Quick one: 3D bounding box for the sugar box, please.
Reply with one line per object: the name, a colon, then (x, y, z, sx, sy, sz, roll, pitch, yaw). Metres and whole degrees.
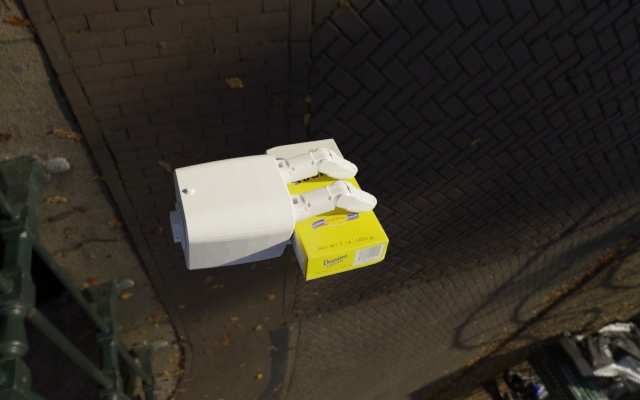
sugar box: (0.000, 0.002, 0.553, 0.093, 0.176, 0.048, -11, -40, -17)
